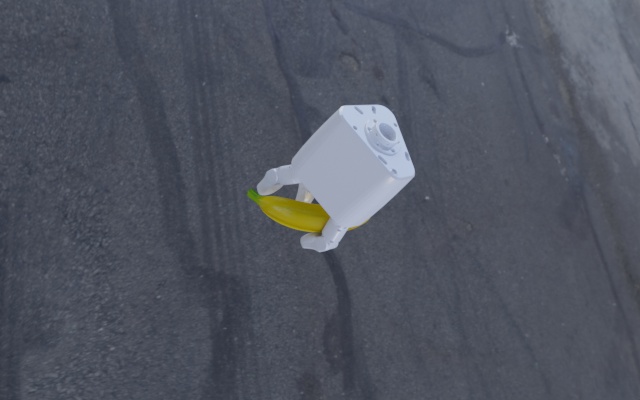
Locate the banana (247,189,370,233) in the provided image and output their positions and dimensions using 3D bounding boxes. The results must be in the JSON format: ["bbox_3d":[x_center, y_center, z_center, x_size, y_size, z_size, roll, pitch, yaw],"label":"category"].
[{"bbox_3d":[0.002,0.015,0.648,0.198,0.069,0.037,9,-48,-30],"label":"banana"}]
